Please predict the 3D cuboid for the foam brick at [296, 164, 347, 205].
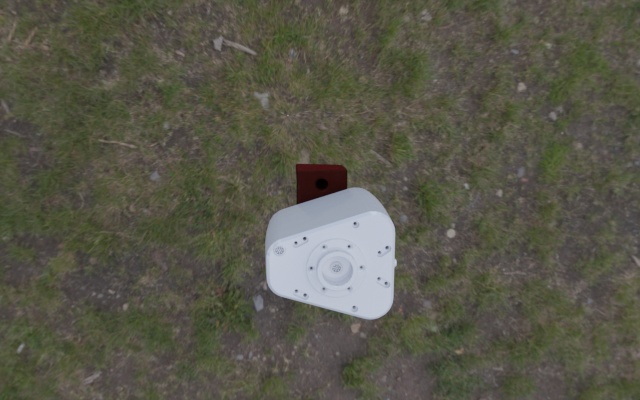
[{"bbox_3d":[0.000,0.001,0.508,0.053,0.078,0.051,-1,10,-3],"label":"foam brick"}]
